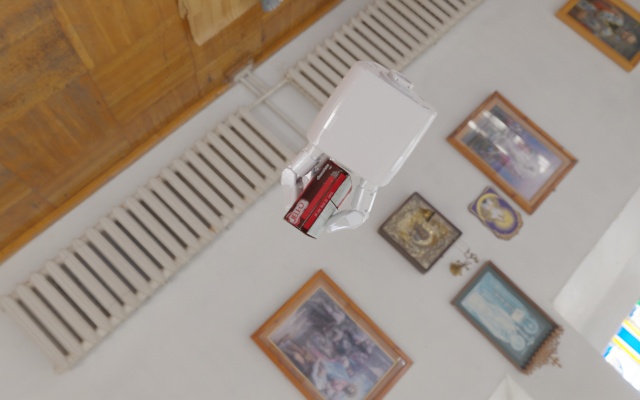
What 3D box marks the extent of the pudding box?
[{"bbox_3d":[0.000,0.002,0.605,0.039,0.090,0.113,36,-3,11],"label":"pudding box"}]
